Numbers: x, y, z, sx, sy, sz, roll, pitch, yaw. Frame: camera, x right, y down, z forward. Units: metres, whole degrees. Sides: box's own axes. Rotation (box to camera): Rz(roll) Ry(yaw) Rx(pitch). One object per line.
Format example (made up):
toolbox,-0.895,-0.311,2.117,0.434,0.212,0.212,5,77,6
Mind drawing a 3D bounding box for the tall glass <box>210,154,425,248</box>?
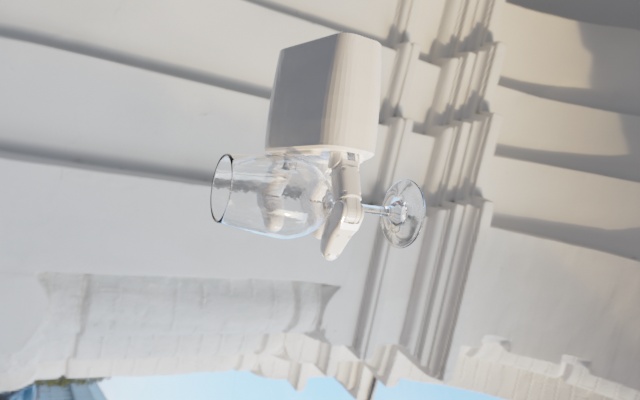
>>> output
tall glass,0.001,0.002,0.462,0.201,0.079,0.079,8,-4,-28
